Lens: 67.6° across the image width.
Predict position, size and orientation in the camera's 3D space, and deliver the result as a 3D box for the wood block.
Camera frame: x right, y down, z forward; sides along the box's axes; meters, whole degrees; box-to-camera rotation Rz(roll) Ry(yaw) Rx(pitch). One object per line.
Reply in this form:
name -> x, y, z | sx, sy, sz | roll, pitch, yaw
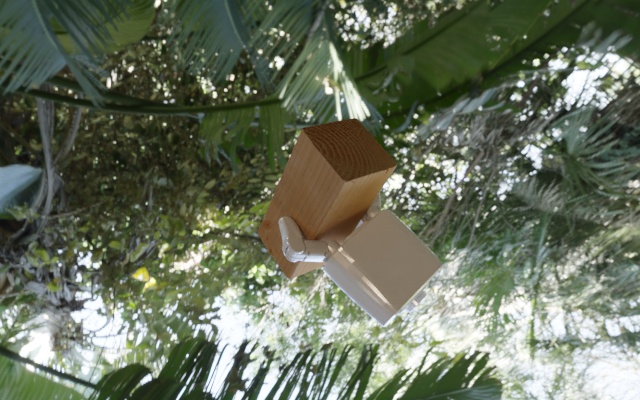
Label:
wood block -> 0.000, 0.003, 0.629 | 0.091, 0.090, 0.206 | -18, -30, -37
